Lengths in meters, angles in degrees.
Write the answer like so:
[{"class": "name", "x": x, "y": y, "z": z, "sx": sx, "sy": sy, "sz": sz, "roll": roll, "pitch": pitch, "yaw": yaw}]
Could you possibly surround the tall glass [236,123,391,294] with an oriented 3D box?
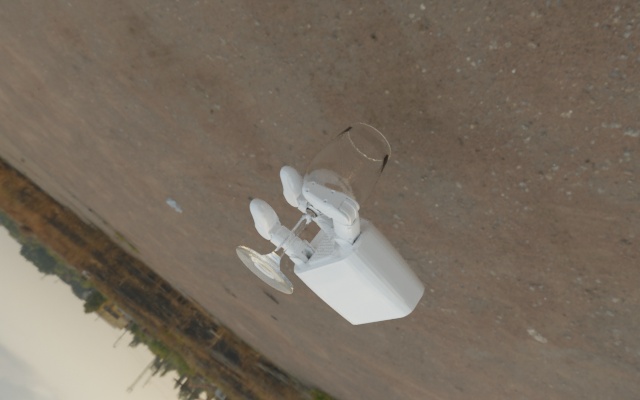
[{"class": "tall glass", "x": 0.000, "y": 0.002, "z": 0.527, "sx": 0.079, "sy": 0.201, "sz": 0.079, "roll": 32, "pitch": -25, "yaw": 16}]
